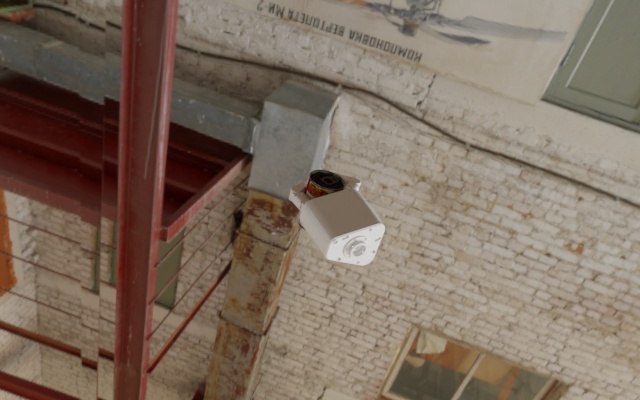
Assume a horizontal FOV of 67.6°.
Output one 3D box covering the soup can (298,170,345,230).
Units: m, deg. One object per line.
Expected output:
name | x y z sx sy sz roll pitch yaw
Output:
soup can | 0.000 0.003 0.895 0.068 0.102 0.068 12 31 -8
